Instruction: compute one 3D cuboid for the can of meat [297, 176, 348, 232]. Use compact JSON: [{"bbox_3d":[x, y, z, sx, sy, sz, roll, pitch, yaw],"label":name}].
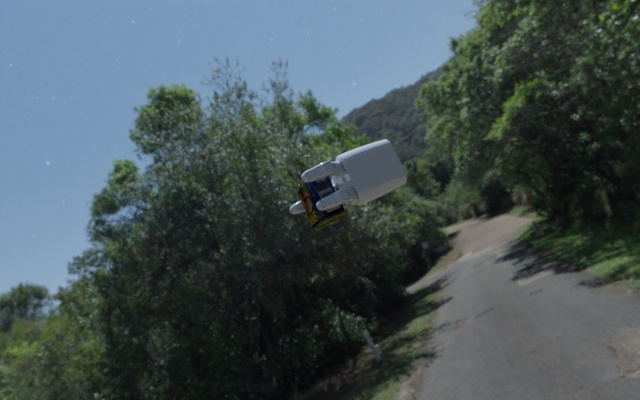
[{"bbox_3d":[0.000,0.003,0.865,0.057,0.084,0.102,-23,-7,-14],"label":"can of meat"}]
